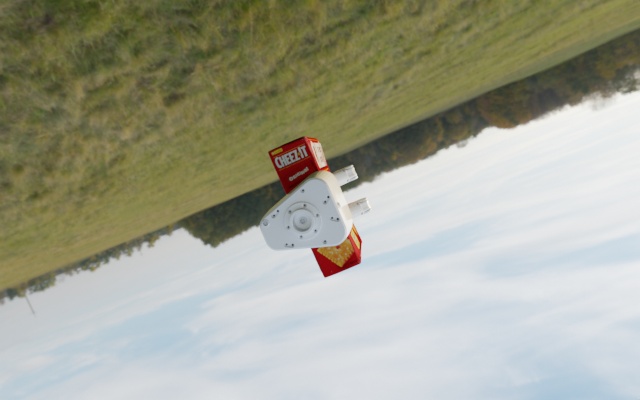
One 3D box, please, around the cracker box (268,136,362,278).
[{"bbox_3d":[0.000,0.003,0.799,0.072,0.214,0.164,-23,4,7],"label":"cracker box"}]
